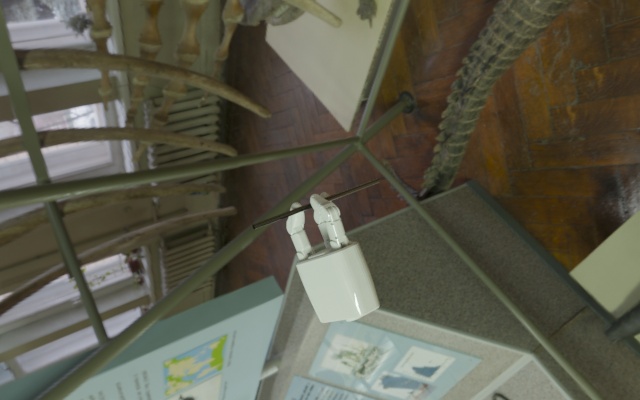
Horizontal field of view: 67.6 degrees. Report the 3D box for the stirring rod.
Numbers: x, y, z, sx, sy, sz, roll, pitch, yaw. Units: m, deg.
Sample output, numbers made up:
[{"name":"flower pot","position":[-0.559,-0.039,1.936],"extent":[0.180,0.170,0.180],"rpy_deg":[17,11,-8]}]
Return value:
[{"name":"stirring rod","position":[0.000,0.003,0.764],"extent":[0.239,0.011,0.011],"rpy_deg":[-20,10,-29]}]
